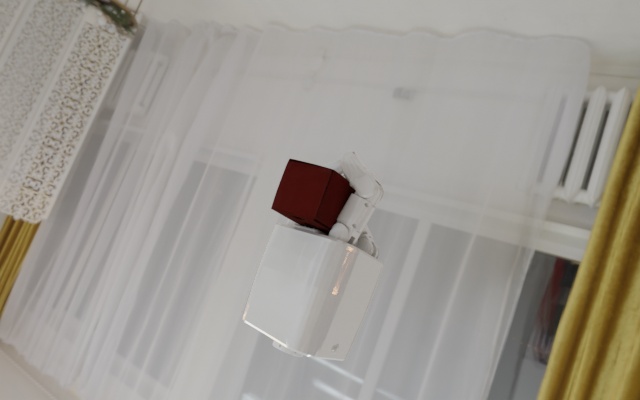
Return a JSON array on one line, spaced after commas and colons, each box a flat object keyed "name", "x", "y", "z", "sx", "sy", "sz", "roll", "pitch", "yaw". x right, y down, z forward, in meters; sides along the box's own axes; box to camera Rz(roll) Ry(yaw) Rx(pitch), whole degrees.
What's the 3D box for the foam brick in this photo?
[{"name": "foam brick", "x": 0.000, "y": 0.001, "z": 0.462, "sx": 0.053, "sy": 0.051, "sz": 0.078, "roll": 16, "pitch": -11, "yaw": 34}]
